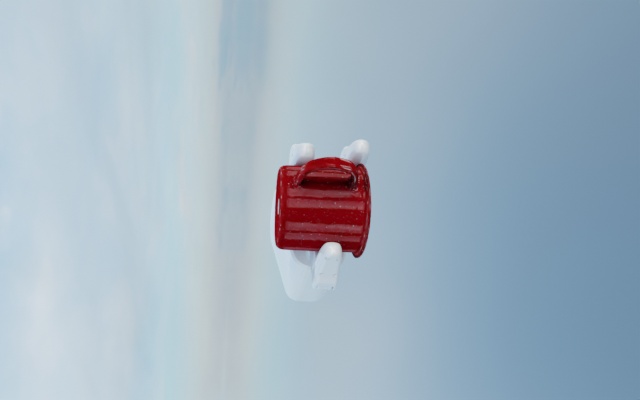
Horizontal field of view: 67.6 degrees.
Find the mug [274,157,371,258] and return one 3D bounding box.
[{"bbox_3d":[0.000,0.001,0.452,0.081,0.093,0.117,3,-34,-9],"label":"mug"}]
